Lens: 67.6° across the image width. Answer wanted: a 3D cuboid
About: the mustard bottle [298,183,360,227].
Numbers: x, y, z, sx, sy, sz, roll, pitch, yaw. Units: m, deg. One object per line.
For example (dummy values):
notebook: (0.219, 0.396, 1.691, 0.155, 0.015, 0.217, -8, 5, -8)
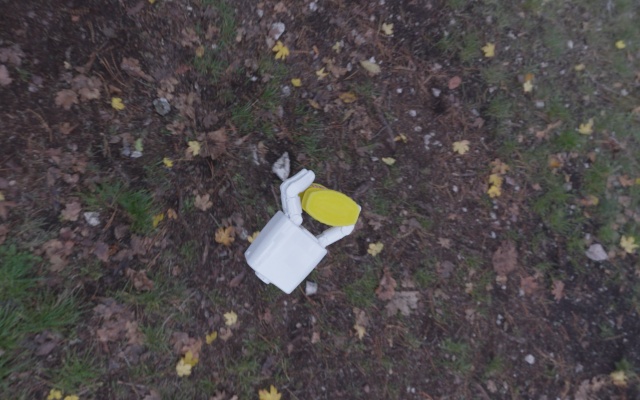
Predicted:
mustard bottle: (0.000, 0.003, 0.881, 0.096, 0.058, 0.191, 16, 3, -15)
